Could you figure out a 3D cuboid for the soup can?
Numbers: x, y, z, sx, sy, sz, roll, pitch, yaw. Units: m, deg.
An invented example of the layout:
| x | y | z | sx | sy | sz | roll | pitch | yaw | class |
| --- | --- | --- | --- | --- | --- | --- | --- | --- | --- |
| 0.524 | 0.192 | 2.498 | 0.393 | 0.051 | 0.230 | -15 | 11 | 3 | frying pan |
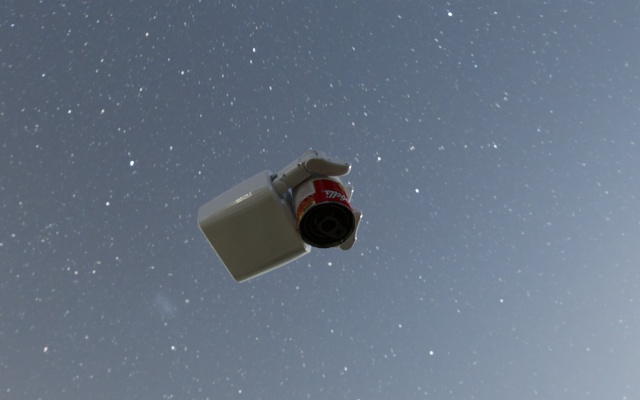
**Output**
| x | y | z | sx | sy | sz | roll | pitch | yaw | class |
| --- | --- | --- | --- | --- | --- | --- | --- | --- | --- |
| 0.000 | 0.001 | 0.597 | 0.068 | 0.068 | 0.102 | 0 | 34 | -11 | soup can |
